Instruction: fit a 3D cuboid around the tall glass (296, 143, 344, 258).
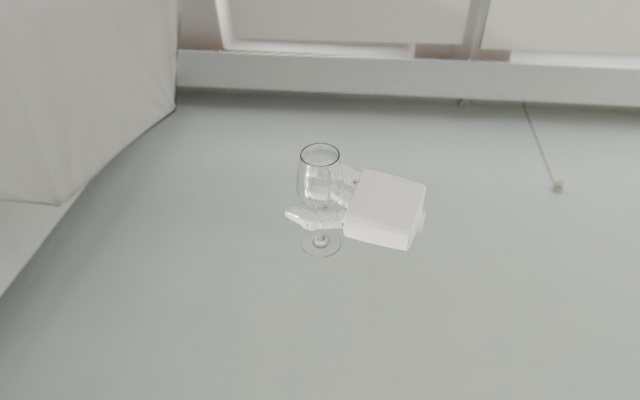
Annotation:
[{"bbox_3d":[0.000,0.003,0.801,0.079,0.201,0.079,-1,42,1],"label":"tall glass"}]
